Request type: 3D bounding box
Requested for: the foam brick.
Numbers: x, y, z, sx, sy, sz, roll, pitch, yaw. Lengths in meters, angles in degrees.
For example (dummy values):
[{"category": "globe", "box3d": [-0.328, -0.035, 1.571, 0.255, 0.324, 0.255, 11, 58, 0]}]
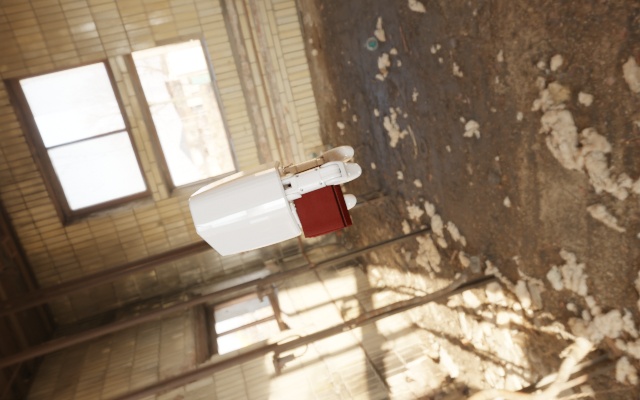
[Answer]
[{"category": "foam brick", "box3d": [0.000, 0.002, 0.569, 0.051, 0.078, 0.053, -19, -7, 10]}]
